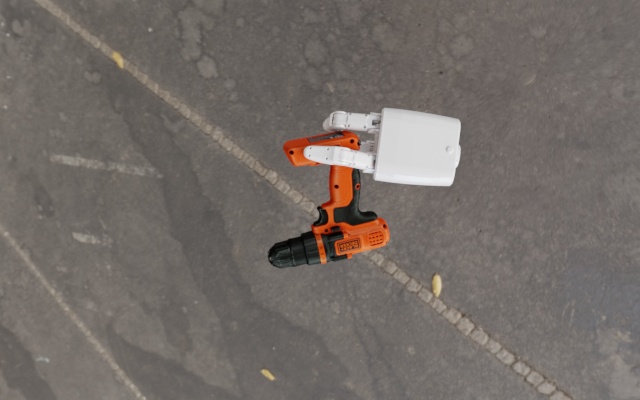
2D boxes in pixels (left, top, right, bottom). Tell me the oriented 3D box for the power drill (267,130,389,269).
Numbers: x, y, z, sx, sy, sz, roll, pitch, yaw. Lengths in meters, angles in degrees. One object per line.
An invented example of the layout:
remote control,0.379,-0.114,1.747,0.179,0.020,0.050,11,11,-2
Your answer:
power drill,0.000,0.002,0.690,0.184,0.188,0.057,-13,21,-7
